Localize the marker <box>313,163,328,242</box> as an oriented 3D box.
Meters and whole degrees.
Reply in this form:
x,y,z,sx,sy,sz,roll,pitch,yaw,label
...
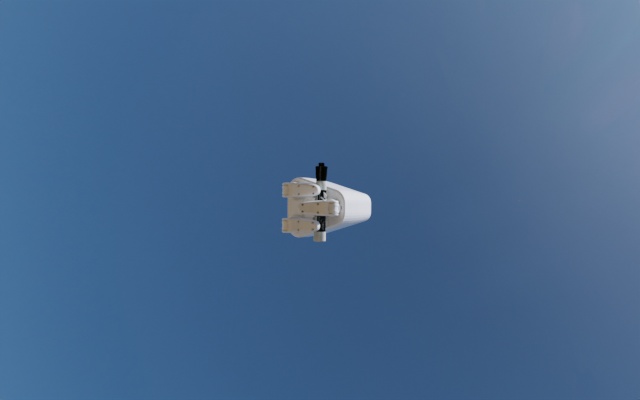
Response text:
x,y,z,sx,sy,sz,roll,pitch,yaw,label
0.000,0.002,0.735,0.020,0.121,0.020,1,0,0,marker
